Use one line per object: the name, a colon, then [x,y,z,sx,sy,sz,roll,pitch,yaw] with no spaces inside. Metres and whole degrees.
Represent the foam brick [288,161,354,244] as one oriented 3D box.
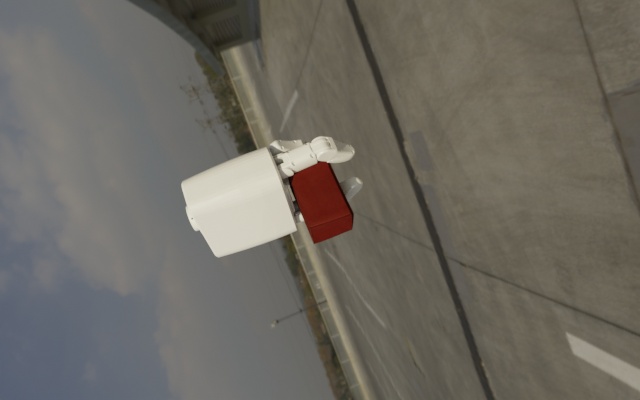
foam brick: [0.000,0.002,0.556,0.051,0.078,0.053,-21,-25,-7]
